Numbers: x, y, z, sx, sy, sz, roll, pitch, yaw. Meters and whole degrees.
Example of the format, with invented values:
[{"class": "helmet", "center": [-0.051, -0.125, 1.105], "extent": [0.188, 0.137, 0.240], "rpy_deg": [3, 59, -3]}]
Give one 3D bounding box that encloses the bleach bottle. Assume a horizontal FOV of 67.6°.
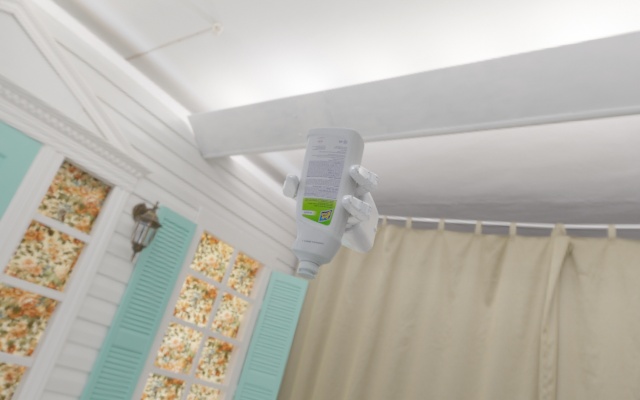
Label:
[{"class": "bleach bottle", "center": [0.000, 0.002, 0.771], "extent": [0.102, 0.250, 0.068], "rpy_deg": [3, -26, 24]}]
